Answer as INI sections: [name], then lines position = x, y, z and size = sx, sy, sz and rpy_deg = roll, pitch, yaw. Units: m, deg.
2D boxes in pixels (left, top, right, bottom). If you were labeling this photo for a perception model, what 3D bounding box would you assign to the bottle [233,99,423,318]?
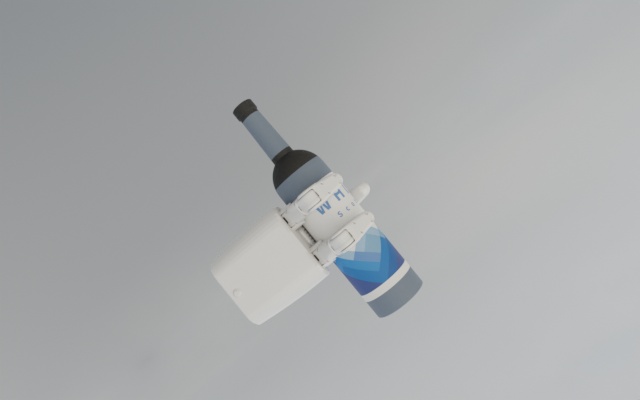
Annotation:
[bottle]
position = 0.000, 0.002, 0.561
size = 0.069, 0.295, 0.069
rpy_deg = -39, -1, -1
